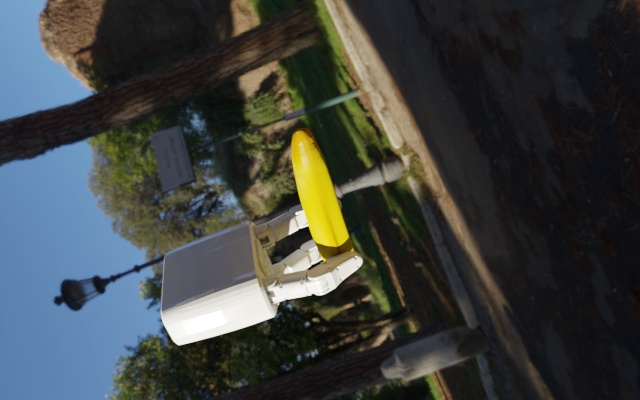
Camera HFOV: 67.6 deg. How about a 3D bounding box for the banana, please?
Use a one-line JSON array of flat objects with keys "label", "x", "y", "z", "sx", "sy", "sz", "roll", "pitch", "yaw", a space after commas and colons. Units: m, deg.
[{"label": "banana", "x": 0.005, "y": 0.017, "z": 0.493, "sx": 0.037, "sy": 0.069, "sz": 0.198, "roll": -18, "pitch": -42, "yaw": 2}]
